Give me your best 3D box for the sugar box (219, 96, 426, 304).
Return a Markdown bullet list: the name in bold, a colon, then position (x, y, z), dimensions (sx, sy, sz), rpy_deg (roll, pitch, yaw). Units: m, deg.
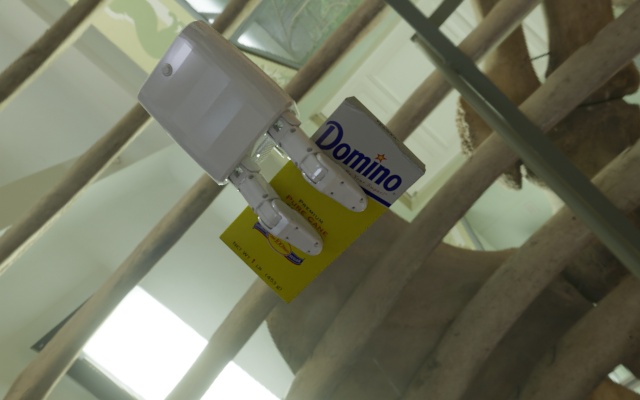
- **sugar box**: position (0.000, 0.002, 0.432), dimensions (0.176, 0.093, 0.048), rpy_deg (-46, 1, 19)
